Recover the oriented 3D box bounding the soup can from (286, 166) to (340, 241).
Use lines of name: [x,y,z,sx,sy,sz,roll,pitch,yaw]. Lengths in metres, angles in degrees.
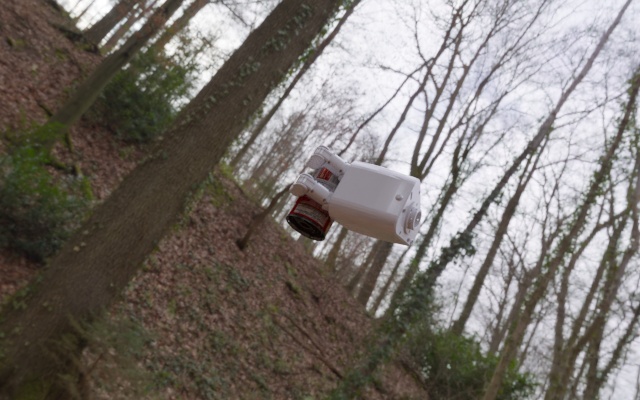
soup can: [0.000,0.002,0.742,0.068,0.102,0.068,25,-23,12]
